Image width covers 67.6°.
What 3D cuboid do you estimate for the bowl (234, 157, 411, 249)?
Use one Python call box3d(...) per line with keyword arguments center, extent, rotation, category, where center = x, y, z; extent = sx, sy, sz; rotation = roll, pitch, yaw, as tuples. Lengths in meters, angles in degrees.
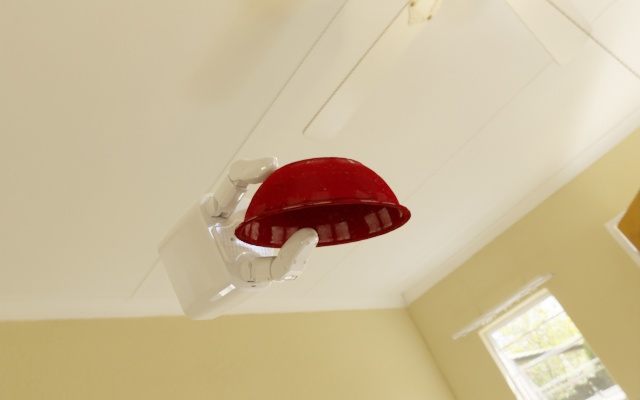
box3d(center=(0.001, 0.001, 0.446), extent=(0.162, 0.055, 0.162), rotation=(-5, -17, -2), category="bowl")
